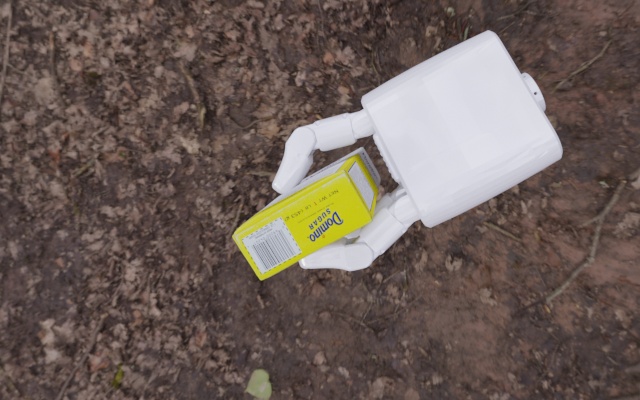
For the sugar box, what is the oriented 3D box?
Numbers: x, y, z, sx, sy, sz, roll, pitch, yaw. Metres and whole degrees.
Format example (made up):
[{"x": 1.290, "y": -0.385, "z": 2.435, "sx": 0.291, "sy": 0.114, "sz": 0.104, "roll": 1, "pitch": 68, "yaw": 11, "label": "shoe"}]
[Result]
[{"x": 0.000, "y": 0.002, "z": 0.401, "sx": 0.093, "sy": 0.048, "sz": 0.176, "roll": -29, "pitch": 3, "yaw": 14, "label": "sugar box"}]
